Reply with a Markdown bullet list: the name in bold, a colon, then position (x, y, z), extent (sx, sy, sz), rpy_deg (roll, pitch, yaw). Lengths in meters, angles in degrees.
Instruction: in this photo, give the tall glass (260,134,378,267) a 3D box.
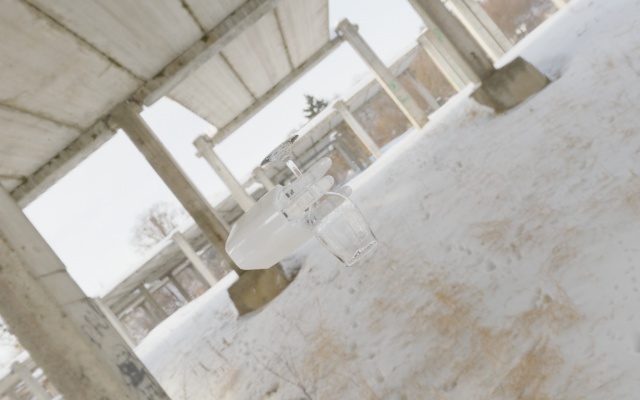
- **tall glass**: position (0.000, 0.002, 0.714), extent (0.079, 0.201, 0.079), rpy_deg (-39, -1, -1)
